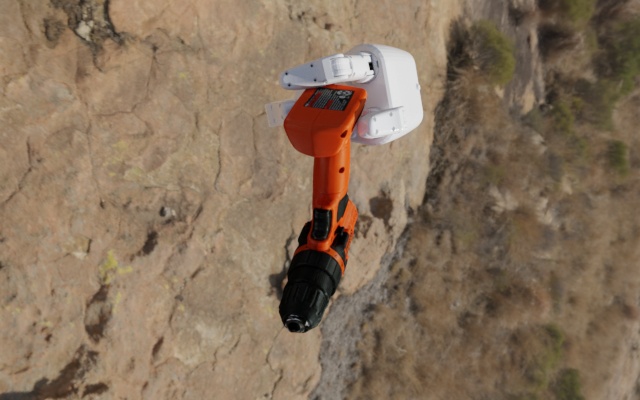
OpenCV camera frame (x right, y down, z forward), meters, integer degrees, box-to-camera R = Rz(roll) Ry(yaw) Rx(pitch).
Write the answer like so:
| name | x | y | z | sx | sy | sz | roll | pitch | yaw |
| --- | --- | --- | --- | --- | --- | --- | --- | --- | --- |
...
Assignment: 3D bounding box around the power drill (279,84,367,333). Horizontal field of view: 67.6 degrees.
| name | x | y | z | sx | sy | sz | roll | pitch | yaw |
| --- | --- | --- | --- | --- | --- | --- | --- | --- | --- |
| power drill | 0.000 | 0.001 | 0.440 | 0.057 | 0.188 | 0.184 | 9 | 35 | 9 |
